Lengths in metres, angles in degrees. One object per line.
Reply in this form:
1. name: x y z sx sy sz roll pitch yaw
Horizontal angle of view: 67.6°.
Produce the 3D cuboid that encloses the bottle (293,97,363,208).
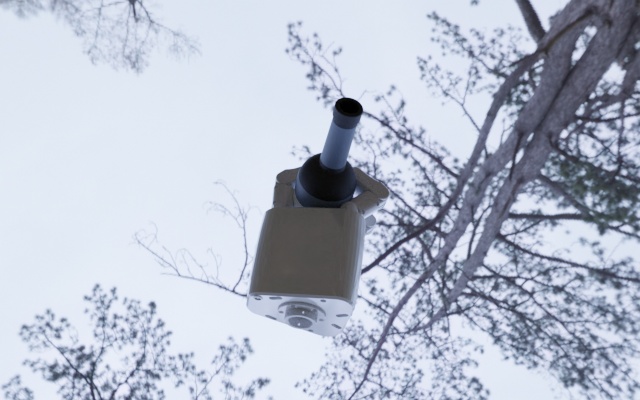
1. bottle: 0.000 0.002 0.558 0.069 0.069 0.296 0 -37 -13
